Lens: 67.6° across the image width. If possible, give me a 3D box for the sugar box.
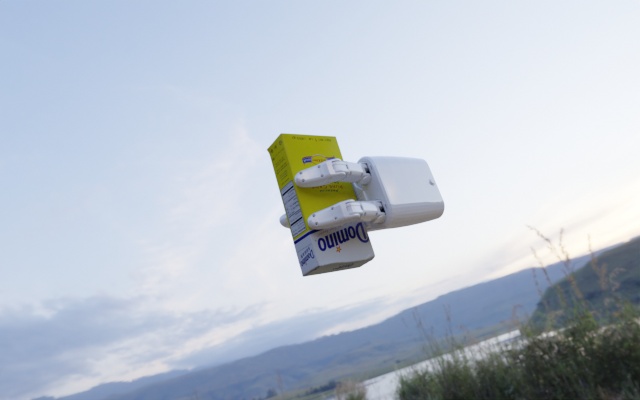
[{"bbox_3d":[0.000,0.002,0.604,0.093,0.176,0.048,-4,-25,-37],"label":"sugar box"}]
